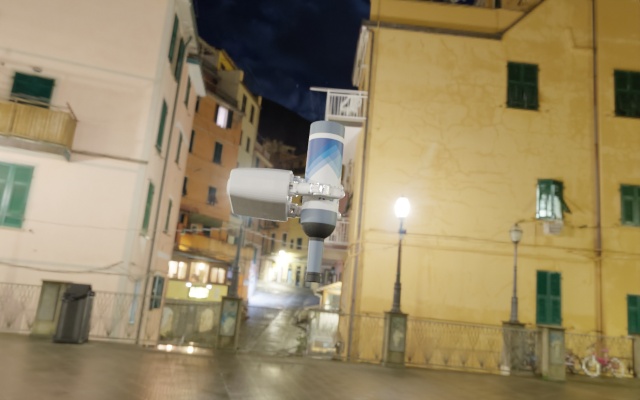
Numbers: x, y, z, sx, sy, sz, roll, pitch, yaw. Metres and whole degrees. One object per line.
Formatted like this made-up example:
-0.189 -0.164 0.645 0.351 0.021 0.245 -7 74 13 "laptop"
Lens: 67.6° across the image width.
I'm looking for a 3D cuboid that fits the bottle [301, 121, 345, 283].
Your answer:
0.000 0.003 0.885 0.069 0.295 0.069 6 -11 1 "bottle"
